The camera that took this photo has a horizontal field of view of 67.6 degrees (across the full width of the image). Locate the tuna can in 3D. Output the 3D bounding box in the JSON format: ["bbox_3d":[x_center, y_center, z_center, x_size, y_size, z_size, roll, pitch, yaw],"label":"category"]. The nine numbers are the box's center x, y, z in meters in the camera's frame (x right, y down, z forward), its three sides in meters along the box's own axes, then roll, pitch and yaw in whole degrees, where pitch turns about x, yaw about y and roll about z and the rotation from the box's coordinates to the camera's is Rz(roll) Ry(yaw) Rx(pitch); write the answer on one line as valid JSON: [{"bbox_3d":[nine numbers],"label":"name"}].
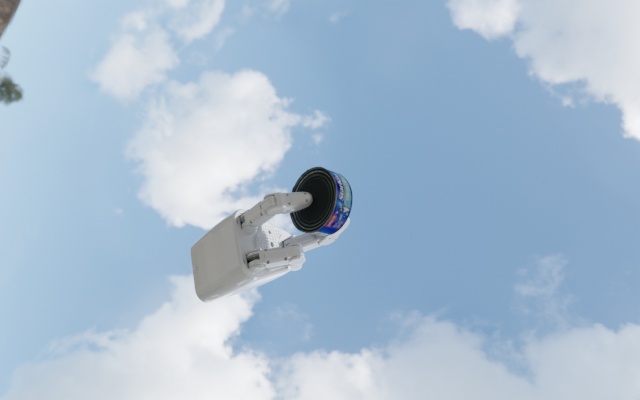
[{"bbox_3d":[0.001,0.002,0.613,0.034,0.086,0.086,16,-11,-42],"label":"tuna can"}]
